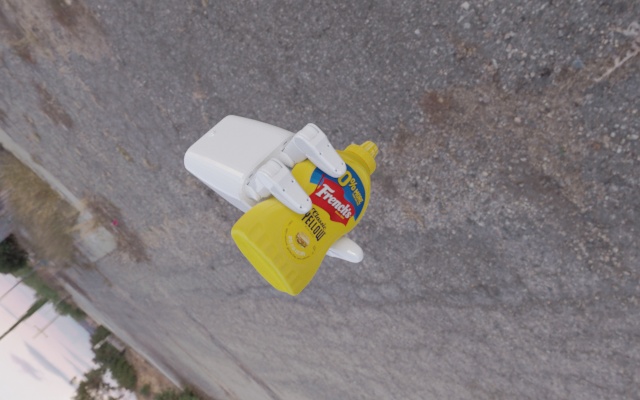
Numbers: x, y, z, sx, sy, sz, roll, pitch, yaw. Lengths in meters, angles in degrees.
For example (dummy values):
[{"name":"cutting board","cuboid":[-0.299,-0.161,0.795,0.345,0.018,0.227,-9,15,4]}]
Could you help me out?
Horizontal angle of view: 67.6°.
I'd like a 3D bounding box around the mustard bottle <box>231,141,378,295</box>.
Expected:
[{"name":"mustard bottle","cuboid":[0.000,0.002,0.514,0.191,0.096,0.058,-47,26,-24]}]
